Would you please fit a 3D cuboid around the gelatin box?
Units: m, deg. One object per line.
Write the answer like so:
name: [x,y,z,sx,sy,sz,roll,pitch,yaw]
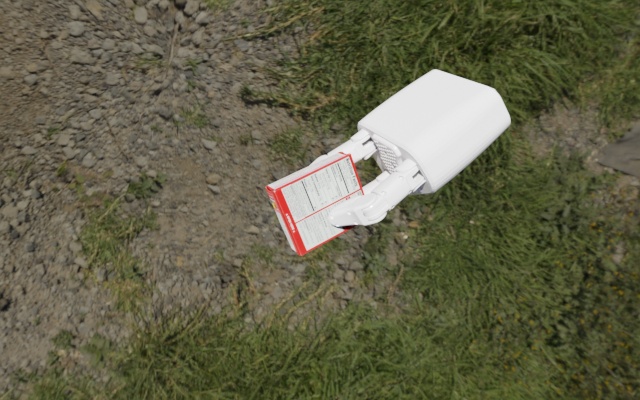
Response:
gelatin box: [0.000,0.002,0.478,0.089,0.073,0.030,-27,20,-17]
